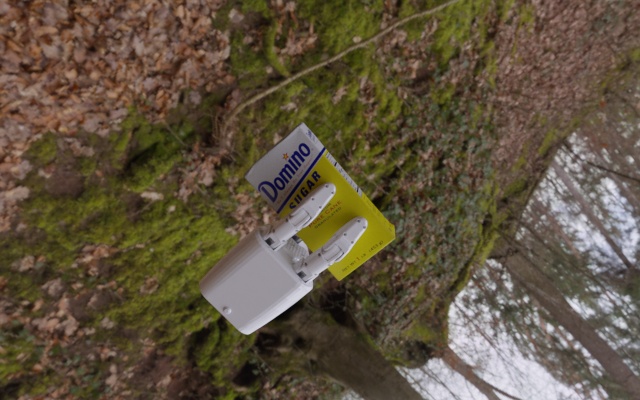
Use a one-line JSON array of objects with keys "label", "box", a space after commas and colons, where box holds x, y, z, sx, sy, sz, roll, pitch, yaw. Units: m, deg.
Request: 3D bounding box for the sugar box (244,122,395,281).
[{"label": "sugar box", "box": [0.000, 0.002, 0.578, 0.093, 0.176, 0.048, -40, 10, 15]}]
